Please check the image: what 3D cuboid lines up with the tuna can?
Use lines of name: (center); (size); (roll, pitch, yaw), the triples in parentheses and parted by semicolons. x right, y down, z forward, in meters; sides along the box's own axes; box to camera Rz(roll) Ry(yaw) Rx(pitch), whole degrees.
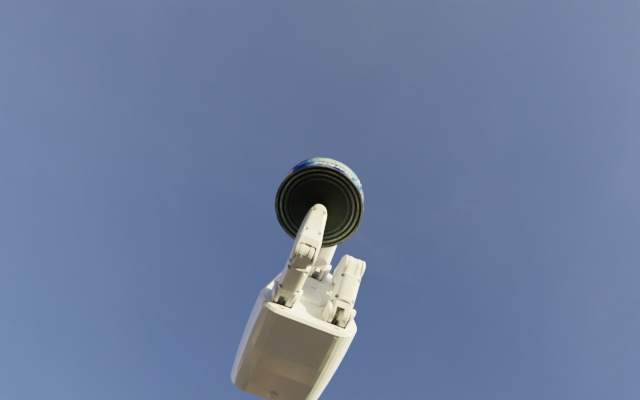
tuna can: (0.000, 0.001, 0.472); (0.086, 0.086, 0.033); (0, 22, 7)
